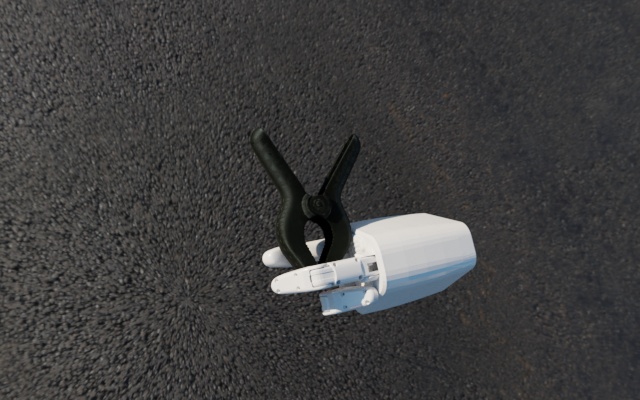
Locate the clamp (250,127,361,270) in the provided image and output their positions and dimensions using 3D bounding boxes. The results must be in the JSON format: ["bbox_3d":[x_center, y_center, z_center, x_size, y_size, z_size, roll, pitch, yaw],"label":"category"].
[{"bbox_3d":[0.000,0.002,0.491,0.120,0.171,0.039,-10,-8,-17],"label":"clamp"}]
